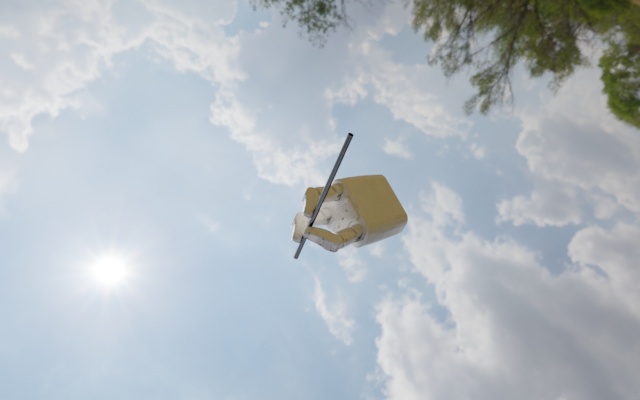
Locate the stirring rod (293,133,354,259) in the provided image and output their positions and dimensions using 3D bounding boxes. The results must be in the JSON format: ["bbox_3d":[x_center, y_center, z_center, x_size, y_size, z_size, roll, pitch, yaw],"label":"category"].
[{"bbox_3d":[0.000,0.002,0.701,0.011,0.240,0.011,16,36,-12],"label":"stirring rod"}]
